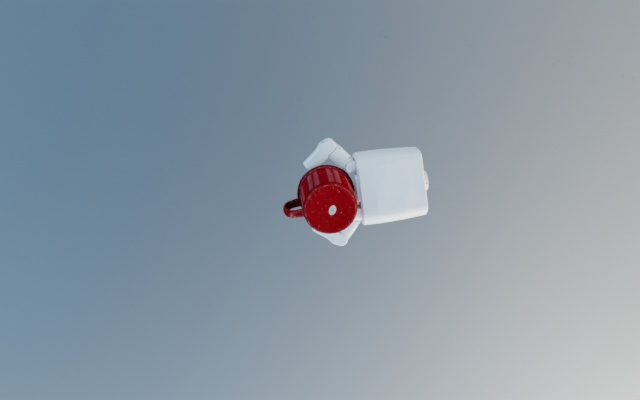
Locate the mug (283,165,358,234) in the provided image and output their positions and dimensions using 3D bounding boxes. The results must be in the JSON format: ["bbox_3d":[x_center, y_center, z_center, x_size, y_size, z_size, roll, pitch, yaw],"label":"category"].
[{"bbox_3d":[-0.001,0.003,0.731,0.117,0.093,0.081,-11,20,-1],"label":"mug"}]
